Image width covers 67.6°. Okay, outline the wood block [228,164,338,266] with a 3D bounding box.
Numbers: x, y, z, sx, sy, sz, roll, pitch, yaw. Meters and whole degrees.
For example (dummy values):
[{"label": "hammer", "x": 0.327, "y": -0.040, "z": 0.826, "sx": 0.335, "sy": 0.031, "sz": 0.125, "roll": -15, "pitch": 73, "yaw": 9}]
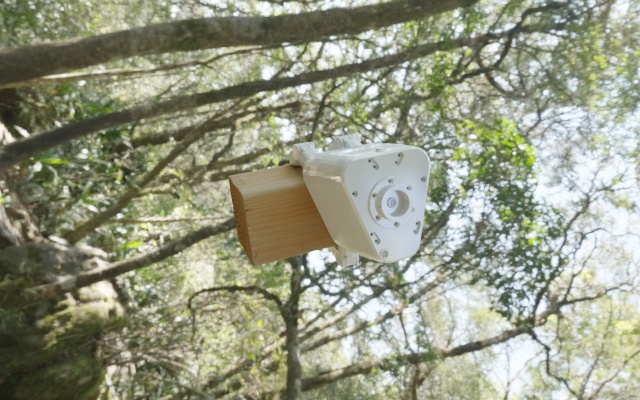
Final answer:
[{"label": "wood block", "x": 0.000, "y": 0.002, "z": 0.595, "sx": 0.206, "sy": 0.091, "sz": 0.090, "roll": -12, "pitch": 21, "yaw": -18}]
